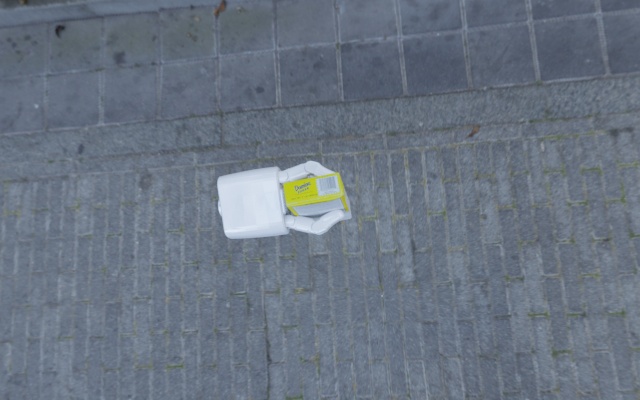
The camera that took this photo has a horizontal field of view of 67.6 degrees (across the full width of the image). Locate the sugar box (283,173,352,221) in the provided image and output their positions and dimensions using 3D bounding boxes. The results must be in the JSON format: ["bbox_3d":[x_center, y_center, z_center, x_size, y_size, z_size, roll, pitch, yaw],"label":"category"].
[{"bbox_3d":[0.000,0.002,0.824,0.093,0.048,0.176,-10,-12,5],"label":"sugar box"}]
